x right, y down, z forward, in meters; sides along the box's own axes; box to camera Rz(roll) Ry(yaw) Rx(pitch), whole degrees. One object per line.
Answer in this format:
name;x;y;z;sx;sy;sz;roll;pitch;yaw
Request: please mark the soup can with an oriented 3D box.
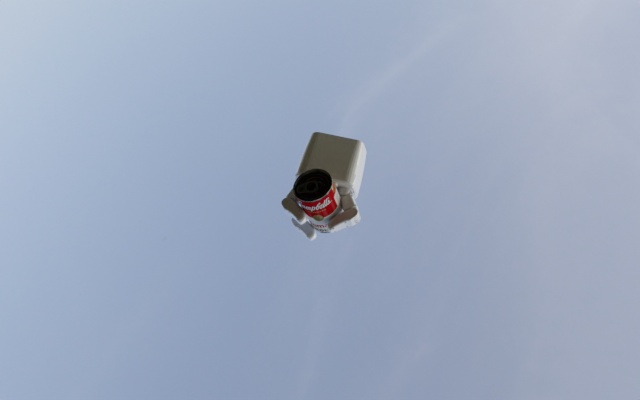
soup can;0.000;0.003;0.826;0.068;0.068;0.102;0;-35;19
